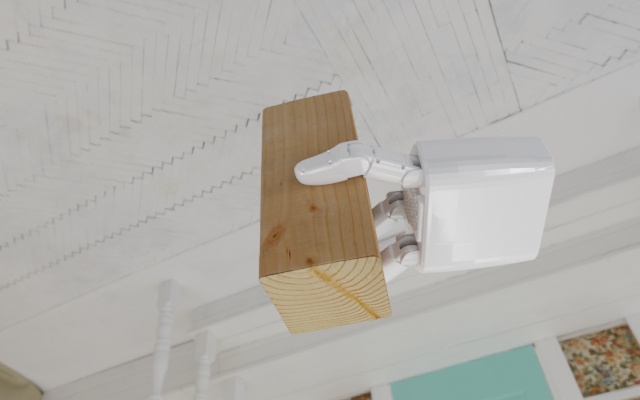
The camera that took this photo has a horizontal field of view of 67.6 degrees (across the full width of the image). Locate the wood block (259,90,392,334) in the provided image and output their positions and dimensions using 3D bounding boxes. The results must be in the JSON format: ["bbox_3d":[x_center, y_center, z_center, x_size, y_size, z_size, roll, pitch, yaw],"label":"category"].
[{"bbox_3d":[0.000,0.001,0.437,0.090,0.206,0.091,-12,-44,6],"label":"wood block"}]
